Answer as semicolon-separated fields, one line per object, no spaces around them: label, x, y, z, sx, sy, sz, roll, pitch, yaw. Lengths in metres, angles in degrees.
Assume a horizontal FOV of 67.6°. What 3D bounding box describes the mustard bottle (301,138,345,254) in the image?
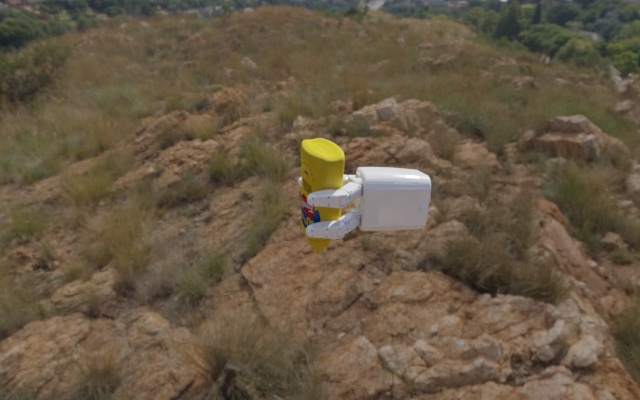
mustard bottle;0.000;0.002;0.776;0.058;0.192;0.096;-11;30;-23
